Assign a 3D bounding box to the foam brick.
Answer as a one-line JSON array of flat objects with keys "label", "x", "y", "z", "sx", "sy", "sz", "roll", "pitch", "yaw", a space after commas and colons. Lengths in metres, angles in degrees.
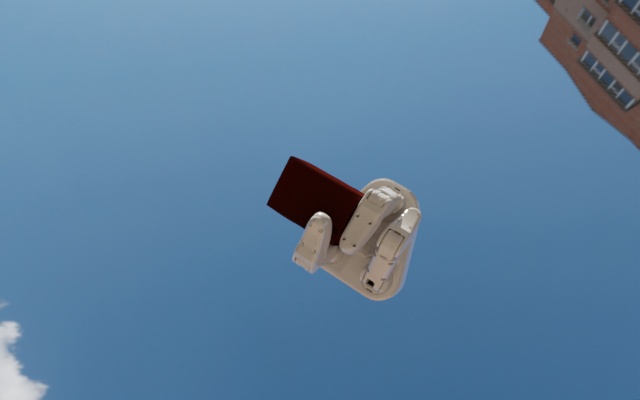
[{"label": "foam brick", "x": 0.000, "y": 0.001, "z": 0.447, "sx": 0.078, "sy": 0.053, "sz": 0.051, "roll": 31, "pitch": 7, "yaw": 17}]
